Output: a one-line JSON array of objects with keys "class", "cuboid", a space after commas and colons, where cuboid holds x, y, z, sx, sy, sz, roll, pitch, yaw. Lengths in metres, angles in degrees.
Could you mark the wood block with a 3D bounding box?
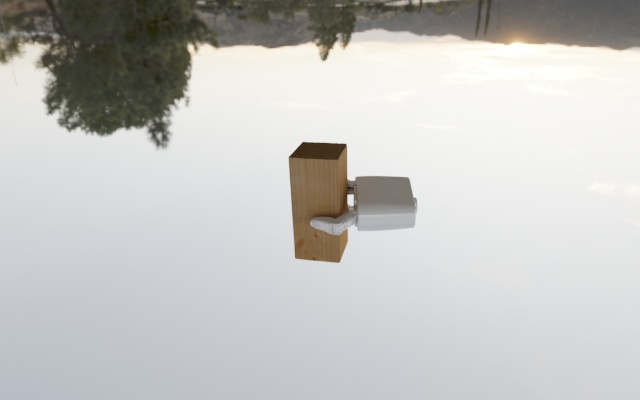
[{"class": "wood block", "cuboid": [0.000, 0.003, 0.893, 0.090, 0.206, 0.090, 4, 26, 14]}]
